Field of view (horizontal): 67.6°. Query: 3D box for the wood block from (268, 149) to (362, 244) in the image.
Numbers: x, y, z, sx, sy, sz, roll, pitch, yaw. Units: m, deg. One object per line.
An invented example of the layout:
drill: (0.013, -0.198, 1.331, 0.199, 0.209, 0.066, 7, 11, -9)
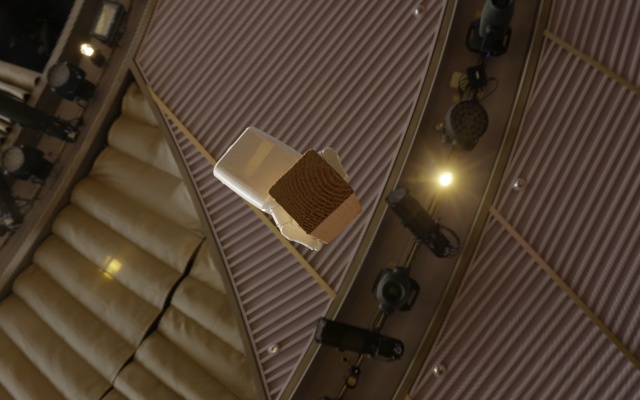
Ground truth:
wood block: (0.000, 0.002, 0.758, 0.091, 0.090, 0.206, -44, -12, 0)
